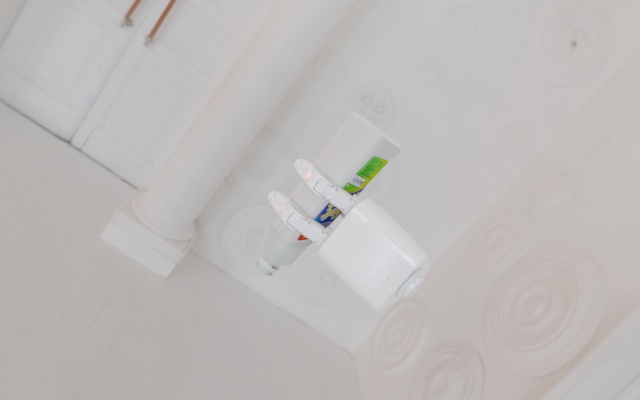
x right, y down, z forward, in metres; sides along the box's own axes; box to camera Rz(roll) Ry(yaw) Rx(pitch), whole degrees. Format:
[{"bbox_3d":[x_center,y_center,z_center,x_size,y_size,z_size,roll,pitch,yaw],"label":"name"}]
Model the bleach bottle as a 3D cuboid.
[{"bbox_3d":[0.000,0.002,0.655,0.068,0.251,0.102,43,14,21],"label":"bleach bottle"}]
